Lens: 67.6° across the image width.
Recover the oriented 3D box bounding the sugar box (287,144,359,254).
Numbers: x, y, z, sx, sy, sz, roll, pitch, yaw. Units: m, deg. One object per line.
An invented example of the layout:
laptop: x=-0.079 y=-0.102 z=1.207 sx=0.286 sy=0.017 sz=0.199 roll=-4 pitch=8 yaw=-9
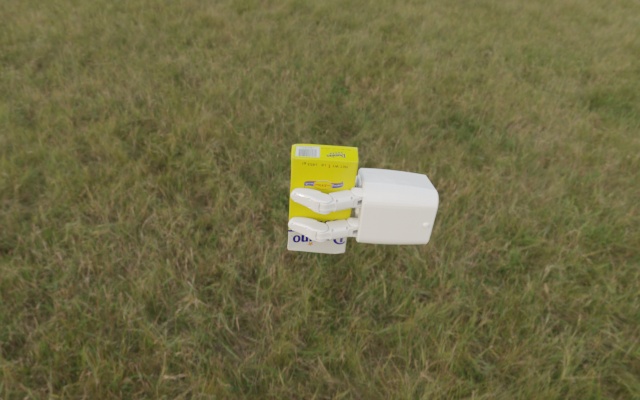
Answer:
sugar box: x=0.000 y=0.003 z=0.707 sx=0.093 sy=0.176 sz=0.048 roll=4 pitch=36 yaw=-1
